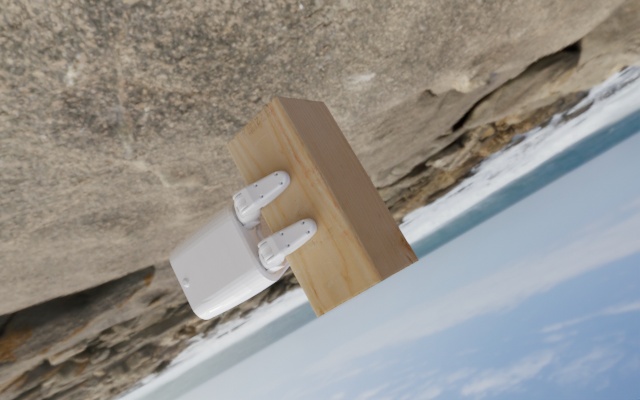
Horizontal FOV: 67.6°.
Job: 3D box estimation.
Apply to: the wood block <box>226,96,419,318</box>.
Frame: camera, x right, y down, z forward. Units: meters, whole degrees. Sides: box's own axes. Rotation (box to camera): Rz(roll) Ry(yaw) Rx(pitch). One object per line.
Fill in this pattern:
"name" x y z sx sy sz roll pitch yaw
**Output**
"wood block" 0.000 0.002 0.505 0.090 0.206 0.091 -37 -14 31
